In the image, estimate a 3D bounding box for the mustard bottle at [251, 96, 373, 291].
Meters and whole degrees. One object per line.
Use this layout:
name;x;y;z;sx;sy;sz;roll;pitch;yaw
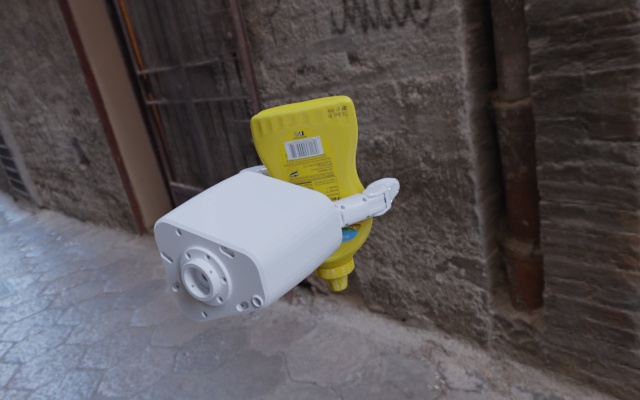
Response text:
mustard bottle;0.000;0.001;0.466;0.096;0.192;0.058;-9;18;10
